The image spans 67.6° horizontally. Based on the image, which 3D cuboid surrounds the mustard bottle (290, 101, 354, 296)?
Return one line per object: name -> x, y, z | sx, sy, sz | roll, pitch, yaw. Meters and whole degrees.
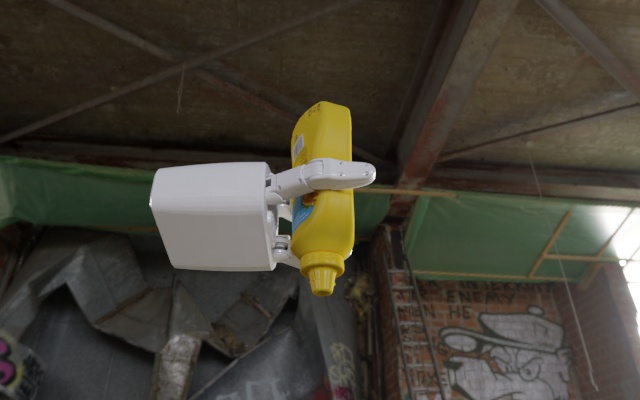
mustard bottle -> 0.000, 0.001, 0.477 | 0.058, 0.191, 0.096 | 12, -34, -19
